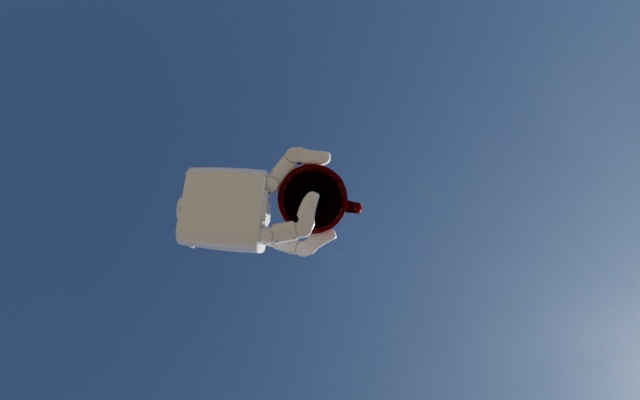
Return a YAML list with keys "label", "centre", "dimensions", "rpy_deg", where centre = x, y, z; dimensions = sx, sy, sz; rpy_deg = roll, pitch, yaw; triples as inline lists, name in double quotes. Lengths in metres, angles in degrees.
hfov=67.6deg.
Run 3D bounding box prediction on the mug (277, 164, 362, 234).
- label: "mug"
  centre: [0.002, 0.002, 0.670]
  dimensions: [0.117, 0.093, 0.081]
  rpy_deg: [7, -5, -2]
